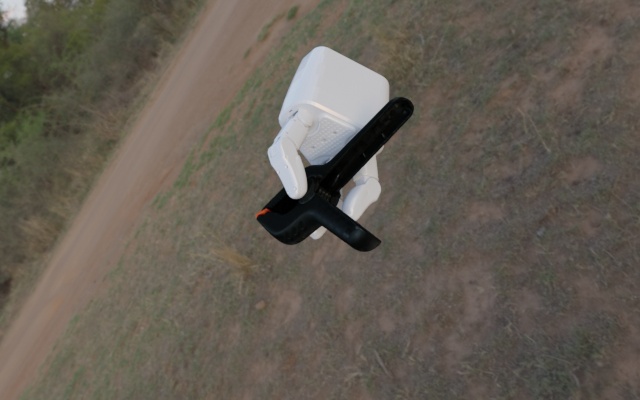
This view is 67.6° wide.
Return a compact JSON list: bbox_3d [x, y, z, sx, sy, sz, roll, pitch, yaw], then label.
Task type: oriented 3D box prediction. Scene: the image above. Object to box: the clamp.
[{"bbox_3d":[-0.001,0.001,0.470,0.036,0.164,0.210,37,-43,-25],"label":"clamp"}]
